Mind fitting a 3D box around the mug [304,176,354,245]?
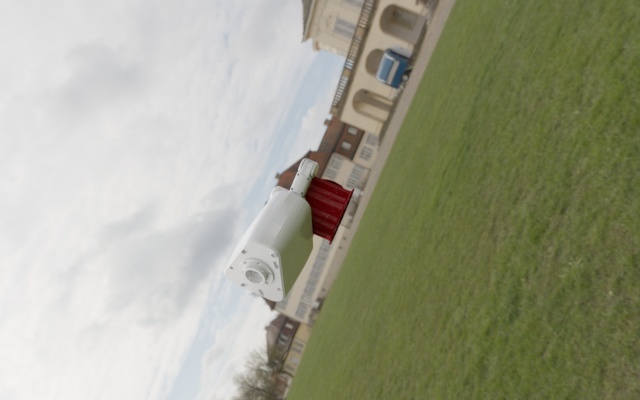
[{"bbox_3d":[0.000,0.001,0.736,0.081,0.093,0.117,23,41,5],"label":"mug"}]
